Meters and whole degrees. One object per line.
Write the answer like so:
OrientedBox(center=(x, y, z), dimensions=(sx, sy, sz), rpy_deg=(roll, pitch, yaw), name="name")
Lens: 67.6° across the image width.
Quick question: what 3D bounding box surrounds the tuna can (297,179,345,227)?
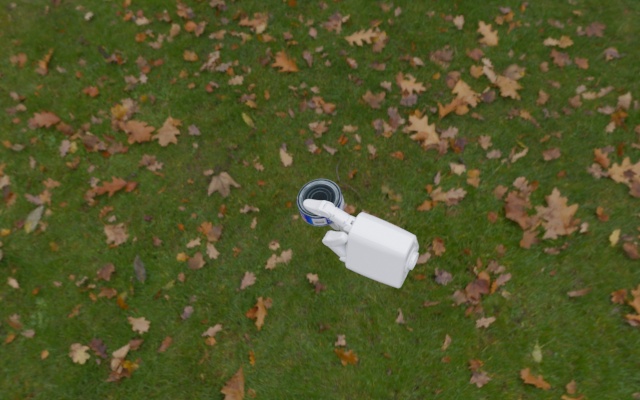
OrientedBox(center=(0.000, 0.003, 0.884), dimensions=(0.086, 0.086, 0.034), rpy_deg=(0, -31, 12), name="tuna can")
